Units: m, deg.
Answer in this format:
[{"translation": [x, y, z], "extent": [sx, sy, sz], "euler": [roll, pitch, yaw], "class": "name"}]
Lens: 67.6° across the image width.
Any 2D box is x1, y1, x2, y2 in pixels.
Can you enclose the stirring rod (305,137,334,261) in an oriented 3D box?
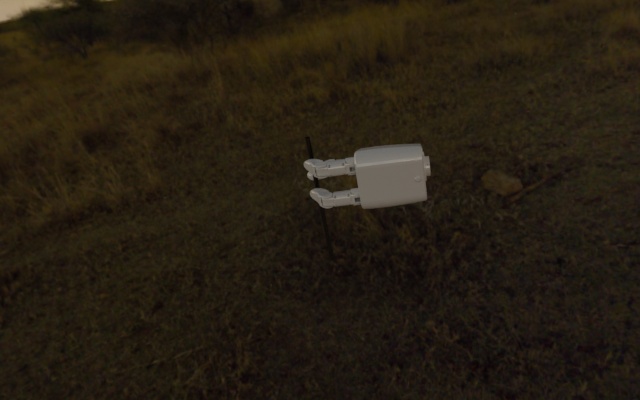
[{"translation": [0.000, 0.003, 0.840], "extent": [0.011, 0.240, 0.011], "euler": [-9, 25, 4], "class": "stirring rod"}]
